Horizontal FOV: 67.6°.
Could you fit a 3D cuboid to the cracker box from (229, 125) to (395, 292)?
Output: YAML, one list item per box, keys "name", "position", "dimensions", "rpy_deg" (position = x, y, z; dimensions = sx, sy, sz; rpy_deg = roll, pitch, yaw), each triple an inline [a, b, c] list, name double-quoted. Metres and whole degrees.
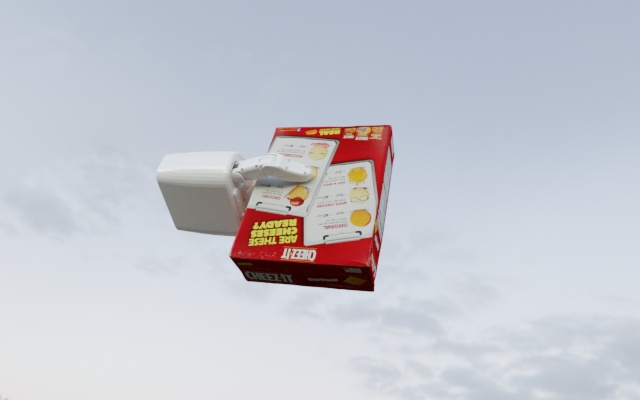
- name: "cracker box"
  position: [0.000, 0.002, 0.603]
  dimensions: [0.164, 0.213, 0.072]
  rpy_deg: [2, -37, 17]
